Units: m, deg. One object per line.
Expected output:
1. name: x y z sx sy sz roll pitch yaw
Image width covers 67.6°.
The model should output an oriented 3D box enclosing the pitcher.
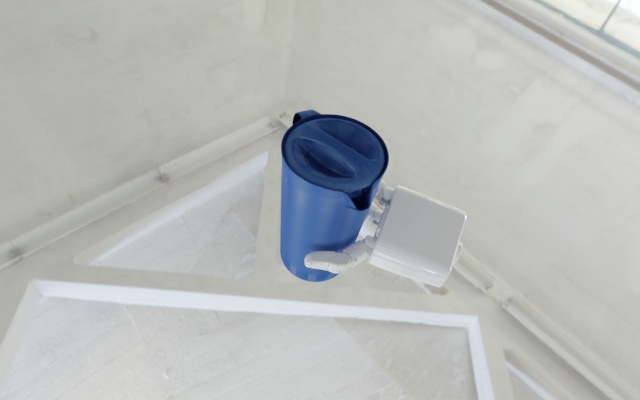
1. pitcher: 0.000 0.002 0.673 0.145 0.149 0.243 19 -40 6
